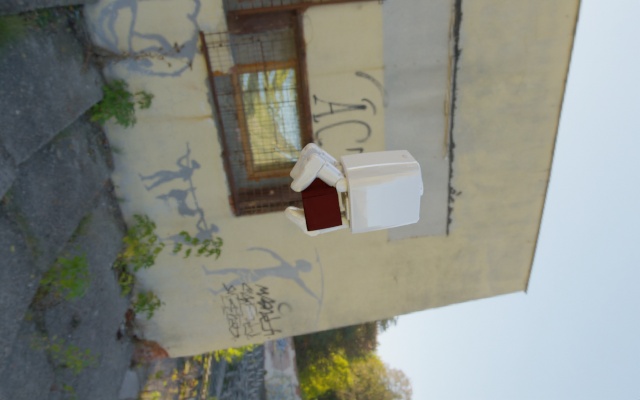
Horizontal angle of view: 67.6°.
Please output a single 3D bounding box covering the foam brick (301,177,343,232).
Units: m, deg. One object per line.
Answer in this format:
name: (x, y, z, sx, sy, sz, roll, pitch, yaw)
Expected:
foam brick: (0.000, 0.002, 0.693, 0.051, 0.053, 0.078, -9, 23, -1)
